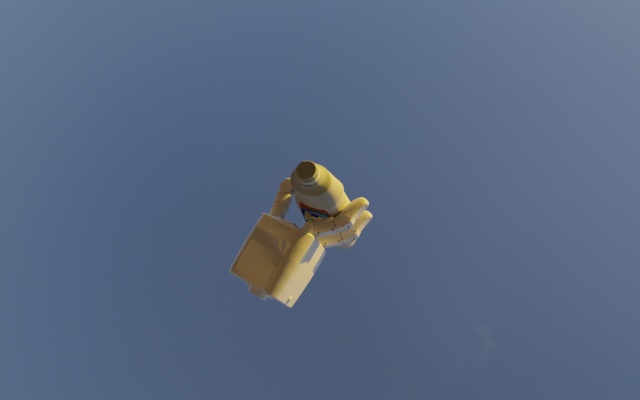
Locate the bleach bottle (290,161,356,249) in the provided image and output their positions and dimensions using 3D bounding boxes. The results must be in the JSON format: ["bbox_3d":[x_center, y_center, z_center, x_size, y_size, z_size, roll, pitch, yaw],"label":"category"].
[{"bbox_3d":[0.000,0.002,0.753,0.102,0.068,0.251,26,-14,21],"label":"bleach bottle"}]
